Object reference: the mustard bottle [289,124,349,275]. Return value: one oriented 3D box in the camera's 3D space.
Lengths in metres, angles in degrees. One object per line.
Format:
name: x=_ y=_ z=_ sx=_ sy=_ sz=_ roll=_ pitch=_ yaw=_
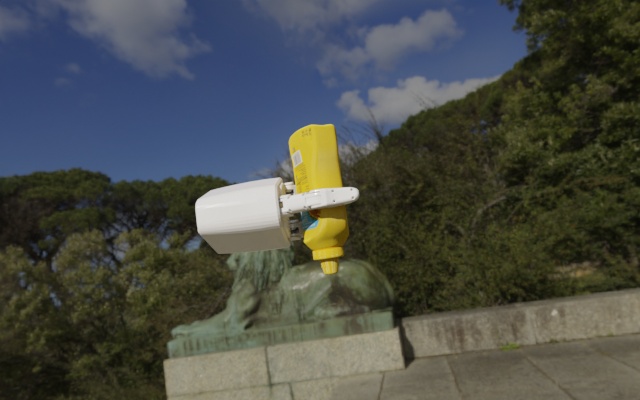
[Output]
mustard bottle: x=0.000 y=0.002 z=0.636 sx=0.058 sy=0.191 sz=0.096 roll=-5 pitch=-7 yaw=-23
